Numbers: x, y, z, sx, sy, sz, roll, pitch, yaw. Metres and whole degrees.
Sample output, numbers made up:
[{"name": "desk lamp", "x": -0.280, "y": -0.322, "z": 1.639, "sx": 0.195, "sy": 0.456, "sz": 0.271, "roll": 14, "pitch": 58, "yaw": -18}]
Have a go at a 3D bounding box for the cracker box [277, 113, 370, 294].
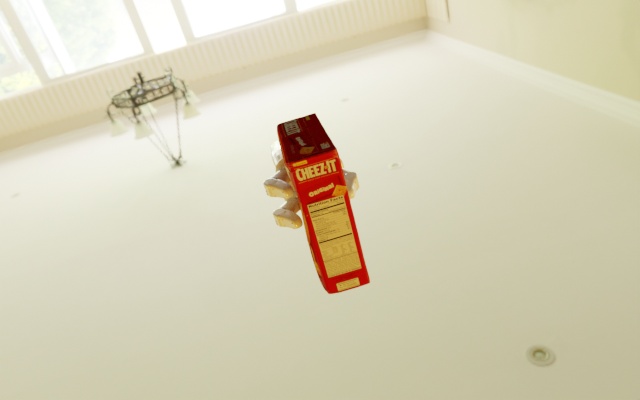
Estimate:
[{"name": "cracker box", "x": 0.000, "y": 0.002, "z": 0.692, "sx": 0.072, "sy": 0.214, "sz": 0.164, "roll": -17, "pitch": 27, "yaw": -3}]
